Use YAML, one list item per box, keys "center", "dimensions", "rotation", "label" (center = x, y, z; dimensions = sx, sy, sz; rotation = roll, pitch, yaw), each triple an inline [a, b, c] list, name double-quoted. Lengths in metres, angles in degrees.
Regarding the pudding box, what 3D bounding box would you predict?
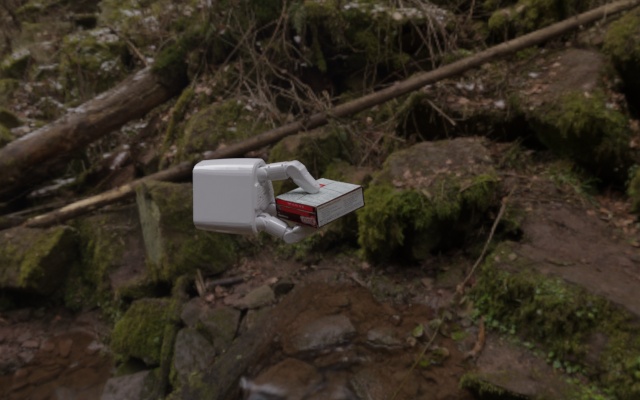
- center: [0.000, 0.002, 0.738]
  dimensions: [0.090, 0.039, 0.113]
  rotation: [14, 29, 42]
  label: "pudding box"
